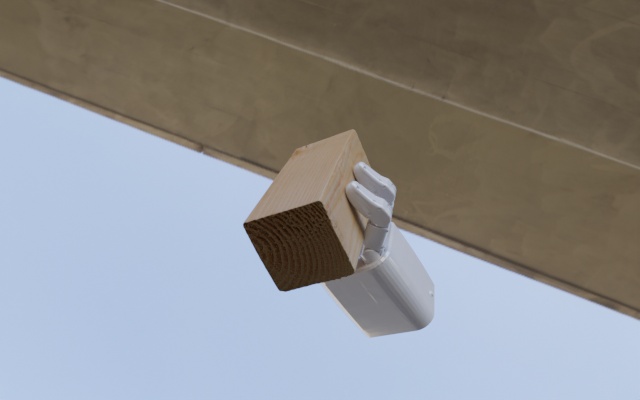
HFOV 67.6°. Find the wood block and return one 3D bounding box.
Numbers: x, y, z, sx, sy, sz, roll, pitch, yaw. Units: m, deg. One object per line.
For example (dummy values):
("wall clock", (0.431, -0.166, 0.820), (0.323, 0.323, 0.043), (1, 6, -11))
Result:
("wood block", (0.000, 0.002, 0.560), (0.091, 0.090, 0.206), (-18, 21, 21))
